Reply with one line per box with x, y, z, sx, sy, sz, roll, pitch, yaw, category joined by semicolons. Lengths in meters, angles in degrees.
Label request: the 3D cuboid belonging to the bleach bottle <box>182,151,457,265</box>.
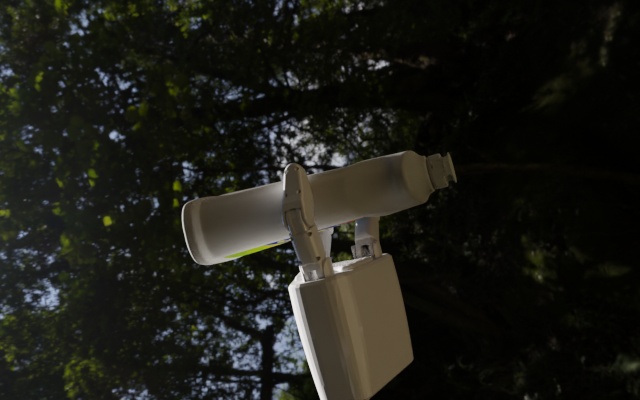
0.000;0.001;0.457;0.251;0.068;0.102;-15;-3;20;bleach bottle
